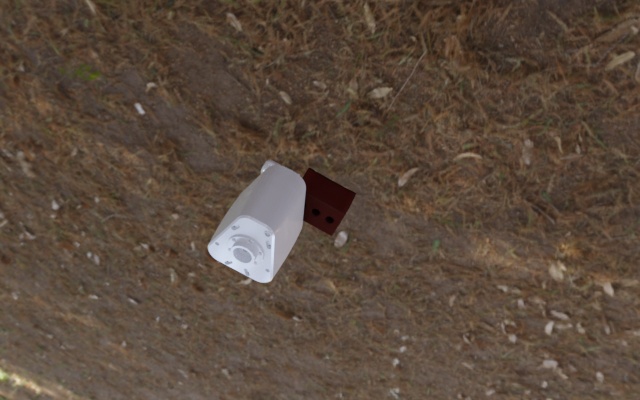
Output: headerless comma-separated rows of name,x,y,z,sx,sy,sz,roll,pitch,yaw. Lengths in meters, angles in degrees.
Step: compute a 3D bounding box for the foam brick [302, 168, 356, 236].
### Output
foam brick,0.000,0.002,0.674,0.078,0.053,0.051,28,41,-2
